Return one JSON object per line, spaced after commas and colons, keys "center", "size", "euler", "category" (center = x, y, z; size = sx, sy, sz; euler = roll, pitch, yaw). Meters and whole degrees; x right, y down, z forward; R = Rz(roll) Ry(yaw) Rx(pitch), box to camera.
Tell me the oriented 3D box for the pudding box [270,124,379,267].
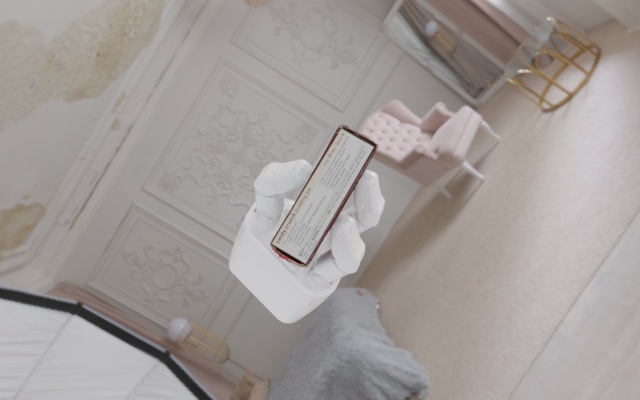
{"center": [0.000, 0.001, 0.403], "size": [0.039, 0.113, 0.090], "euler": [29, -9, -1], "category": "pudding box"}
